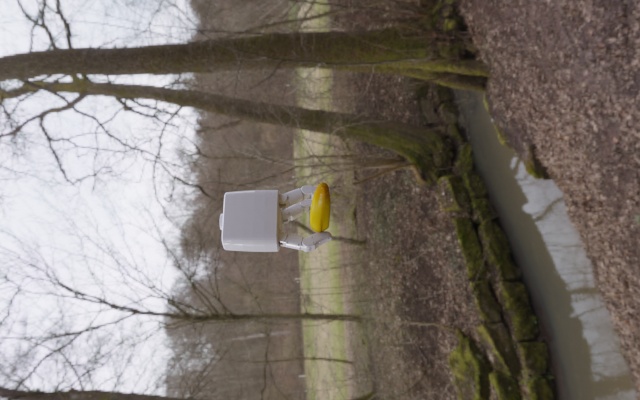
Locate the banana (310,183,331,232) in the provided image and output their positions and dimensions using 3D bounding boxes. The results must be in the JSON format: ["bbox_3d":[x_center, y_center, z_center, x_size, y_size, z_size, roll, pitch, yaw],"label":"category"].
[{"bbox_3d":[0.000,0.022,0.886,0.037,0.069,0.198,2,-11,1],"label":"banana"}]
